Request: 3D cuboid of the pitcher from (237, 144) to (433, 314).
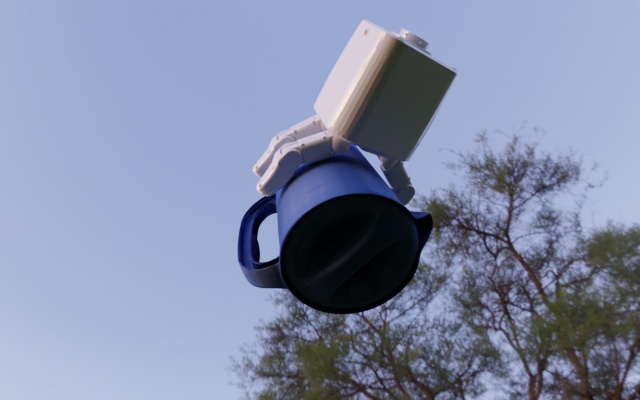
[{"bbox_3d":[0.000,0.002,0.530,0.149,0.145,0.242,22,21,-21],"label":"pitcher"}]
